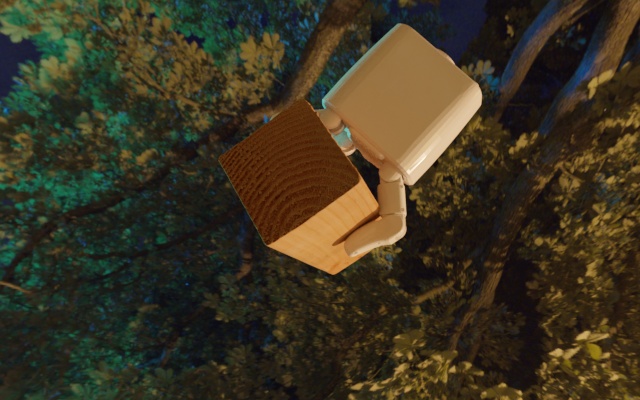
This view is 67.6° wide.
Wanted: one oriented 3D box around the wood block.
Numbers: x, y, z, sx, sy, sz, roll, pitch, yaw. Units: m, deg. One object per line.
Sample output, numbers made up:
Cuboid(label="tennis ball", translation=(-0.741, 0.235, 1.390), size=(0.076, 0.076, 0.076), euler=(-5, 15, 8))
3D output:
Cuboid(label="wood block", translation=(0.001, 0.002, 0.465), size=(0.090, 0.090, 0.206), euler=(-35, -21, 5))
